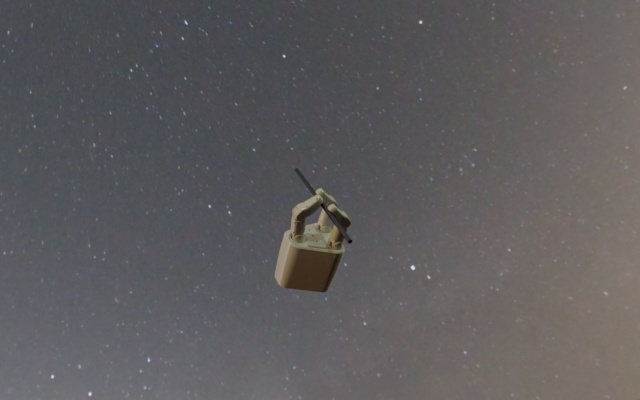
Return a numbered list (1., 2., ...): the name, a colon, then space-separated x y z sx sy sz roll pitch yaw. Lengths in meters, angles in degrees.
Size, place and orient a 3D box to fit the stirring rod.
1. stirring rod: 0.000 0.003 0.870 0.011 0.011 0.239 0 33 -29
